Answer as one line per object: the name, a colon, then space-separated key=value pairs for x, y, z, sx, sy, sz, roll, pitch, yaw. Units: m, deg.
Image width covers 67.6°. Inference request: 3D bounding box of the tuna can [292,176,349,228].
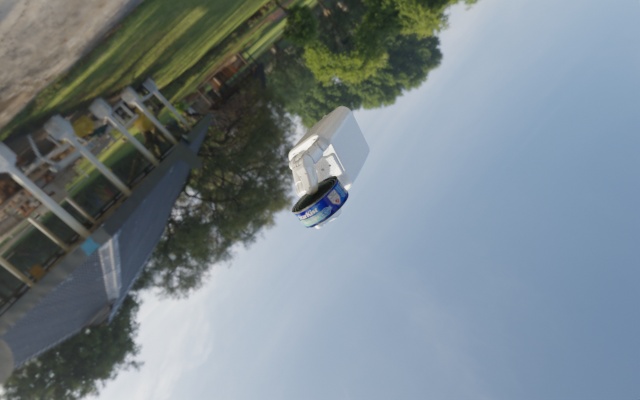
tuna can: x=0.000 y=0.003 z=0.719 sx=0.086 sy=0.034 sz=0.086 roll=-36 pitch=14 yaw=11
